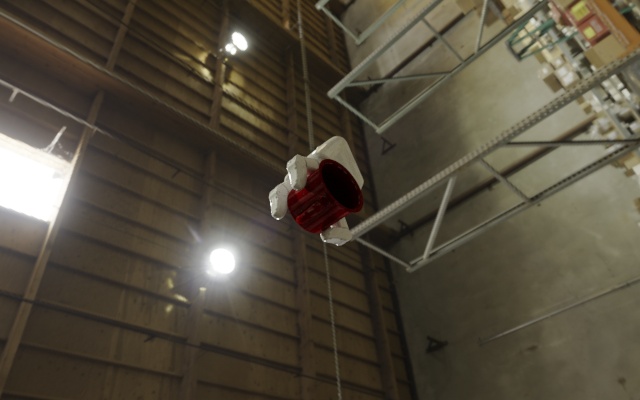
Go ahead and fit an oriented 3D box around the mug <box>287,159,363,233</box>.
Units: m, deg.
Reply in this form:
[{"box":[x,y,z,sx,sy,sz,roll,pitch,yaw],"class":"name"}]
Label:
[{"box":[0.000,0.003,0.711,0.081,0.093,0.117,-36,8,31],"class":"mug"}]
